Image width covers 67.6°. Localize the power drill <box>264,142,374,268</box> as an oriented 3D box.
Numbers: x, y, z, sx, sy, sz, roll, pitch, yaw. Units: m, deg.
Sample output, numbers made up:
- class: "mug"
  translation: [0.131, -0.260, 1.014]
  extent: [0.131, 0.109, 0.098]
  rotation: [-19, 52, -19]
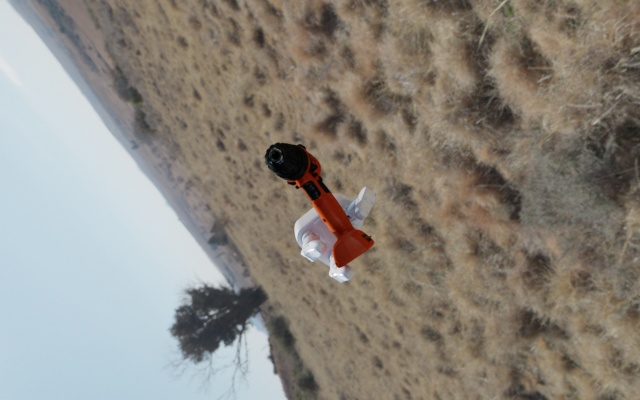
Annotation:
- class: "power drill"
  translation: [0.000, 0.003, 0.678]
  extent: [0.057, 0.187, 0.184]
  rotation: [-34, -8, 11]
